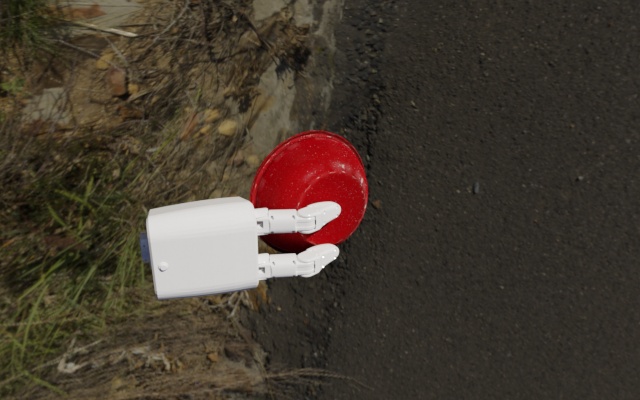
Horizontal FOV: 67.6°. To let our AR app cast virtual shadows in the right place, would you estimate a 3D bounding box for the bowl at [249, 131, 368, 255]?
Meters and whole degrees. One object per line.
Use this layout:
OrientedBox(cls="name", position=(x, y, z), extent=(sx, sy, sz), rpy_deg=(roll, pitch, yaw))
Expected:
OrientedBox(cls="bowl", position=(0.001, 0.001, 0.568), extent=(0.162, 0.162, 0.055), rpy_deg=(0, 19, -31))
